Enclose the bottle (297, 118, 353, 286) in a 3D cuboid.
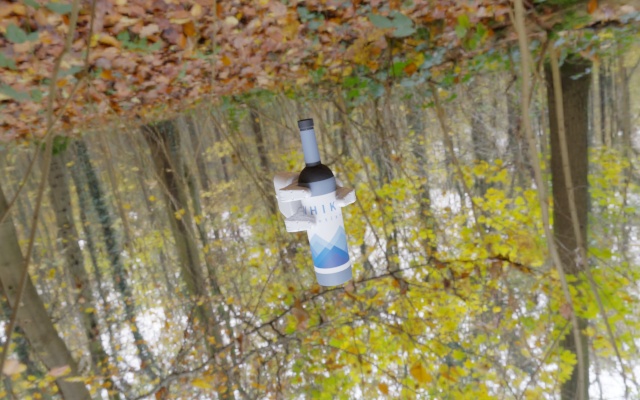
[{"bbox_3d":[0.000,0.003,0.849,0.069,0.296,0.069,-10,13,2],"label":"bottle"}]
